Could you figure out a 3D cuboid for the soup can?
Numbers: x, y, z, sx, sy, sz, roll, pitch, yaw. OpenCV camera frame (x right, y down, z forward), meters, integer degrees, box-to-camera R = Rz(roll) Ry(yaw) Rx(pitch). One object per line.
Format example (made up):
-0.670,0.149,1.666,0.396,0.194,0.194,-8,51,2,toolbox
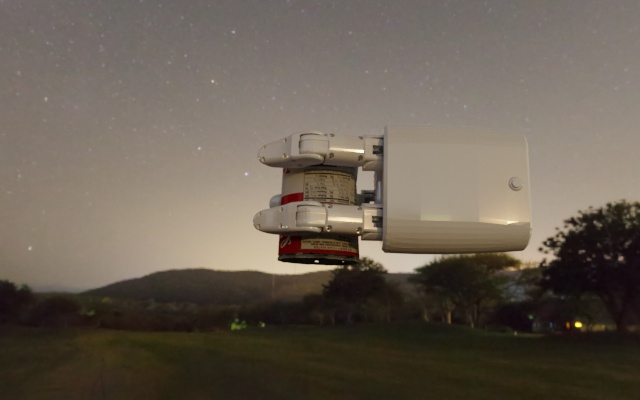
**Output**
0.000,0.001,0.404,0.068,0.102,0.068,2,-12,0,soup can
